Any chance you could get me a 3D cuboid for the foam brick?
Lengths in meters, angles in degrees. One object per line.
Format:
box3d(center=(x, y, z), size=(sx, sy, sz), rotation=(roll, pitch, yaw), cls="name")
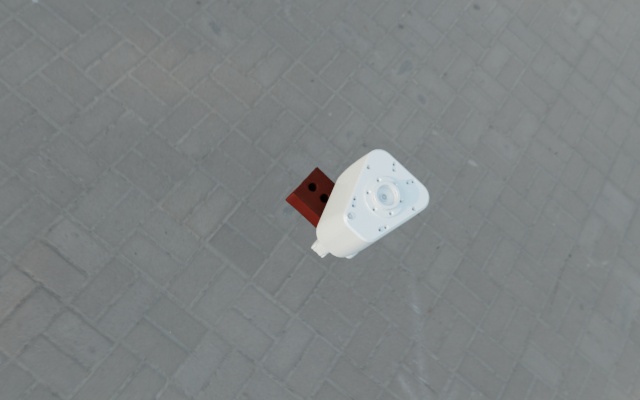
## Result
box3d(center=(0.000, 0.002, 0.663), size=(0.078, 0.053, 0.051), rotation=(42, -19, -2), cls="foam brick")
